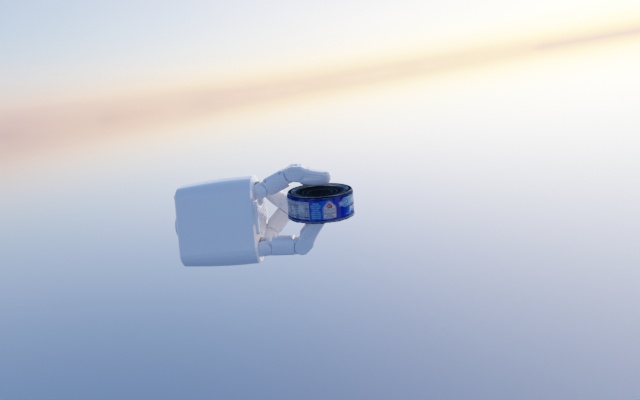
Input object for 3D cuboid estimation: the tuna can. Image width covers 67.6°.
[{"bbox_3d":[0.000,0.001,0.608,0.086,0.034,0.086,-3,14,1],"label":"tuna can"}]
